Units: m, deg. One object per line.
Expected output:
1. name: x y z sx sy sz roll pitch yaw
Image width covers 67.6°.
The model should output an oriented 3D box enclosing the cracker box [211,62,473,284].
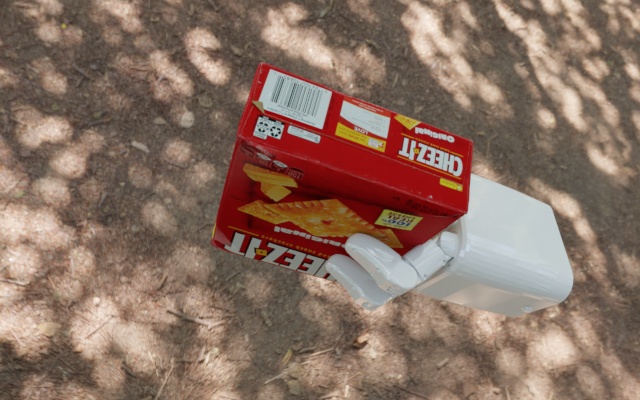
1. cracker box: 0.000 0.001 0.409 0.164 0.072 0.214 18 -29 -9
